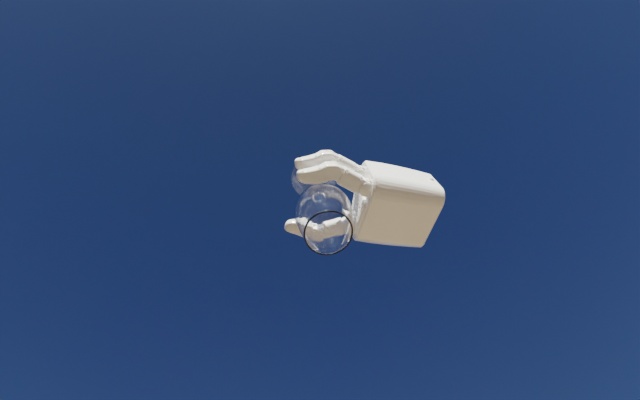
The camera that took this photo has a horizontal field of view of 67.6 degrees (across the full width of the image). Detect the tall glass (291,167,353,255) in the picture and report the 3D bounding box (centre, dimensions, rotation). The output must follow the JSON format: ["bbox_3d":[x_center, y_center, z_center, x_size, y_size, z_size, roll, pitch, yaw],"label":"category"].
[{"bbox_3d":[0.000,0.002,0.677,0.079,0.079,0.201,0,23,-6],"label":"tall glass"}]
